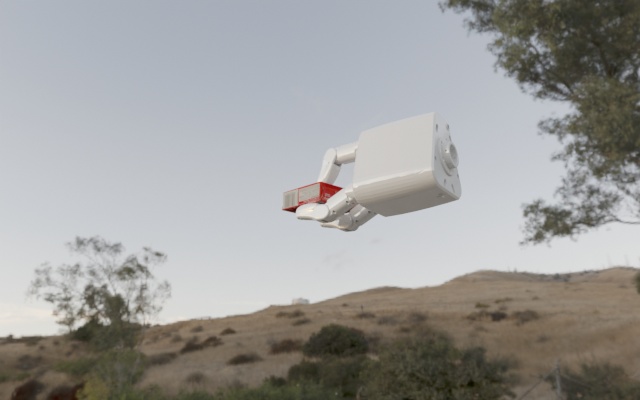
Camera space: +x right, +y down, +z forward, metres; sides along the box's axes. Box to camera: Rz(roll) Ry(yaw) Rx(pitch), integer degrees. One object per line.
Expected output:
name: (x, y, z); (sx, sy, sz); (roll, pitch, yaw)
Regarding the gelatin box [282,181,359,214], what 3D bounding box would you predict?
gelatin box: (0.000, 0.002, 0.681); (0.073, 0.030, 0.089); (15, -20, -39)
